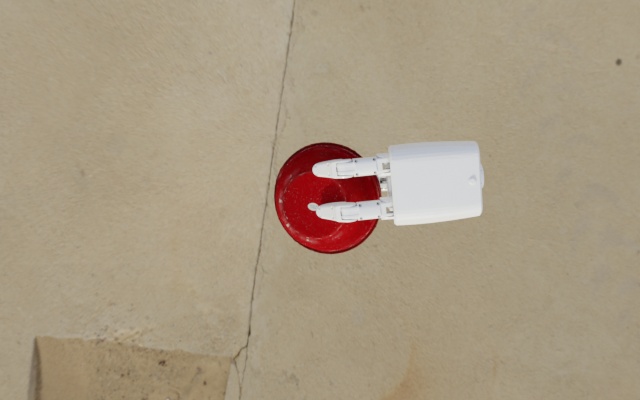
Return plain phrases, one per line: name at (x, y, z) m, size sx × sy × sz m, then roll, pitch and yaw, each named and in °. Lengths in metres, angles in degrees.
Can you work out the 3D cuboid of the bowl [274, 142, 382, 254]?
bowl at (-0.001, 0.003, 0.656) m, size 0.162 × 0.162 × 0.055 m, roll 0°, pitch 10°, yaw 19°
